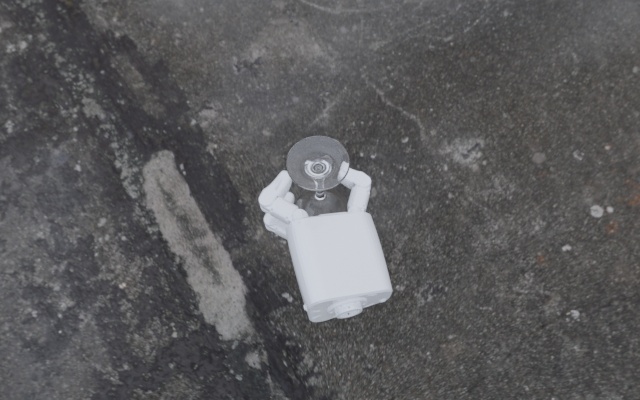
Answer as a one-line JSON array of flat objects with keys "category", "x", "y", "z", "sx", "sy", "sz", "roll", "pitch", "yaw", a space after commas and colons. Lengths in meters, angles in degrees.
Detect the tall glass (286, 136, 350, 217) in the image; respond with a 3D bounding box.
[{"category": "tall glass", "x": 0.000, "y": 0.002, "z": 0.639, "sx": 0.079, "sy": 0.079, "sz": 0.201, "roll": 0, "pitch": -27, "yaw": 2}]
